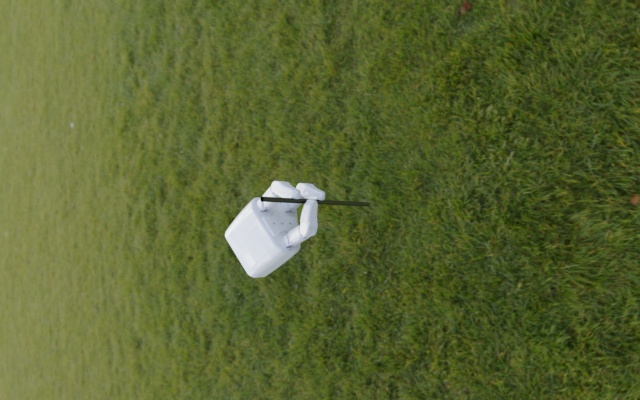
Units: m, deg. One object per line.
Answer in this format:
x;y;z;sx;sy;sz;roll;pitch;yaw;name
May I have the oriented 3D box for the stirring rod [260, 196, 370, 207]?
0.000;0.003;0.794;0.239;0.011;0.011;3;-2;-43;stirring rod
